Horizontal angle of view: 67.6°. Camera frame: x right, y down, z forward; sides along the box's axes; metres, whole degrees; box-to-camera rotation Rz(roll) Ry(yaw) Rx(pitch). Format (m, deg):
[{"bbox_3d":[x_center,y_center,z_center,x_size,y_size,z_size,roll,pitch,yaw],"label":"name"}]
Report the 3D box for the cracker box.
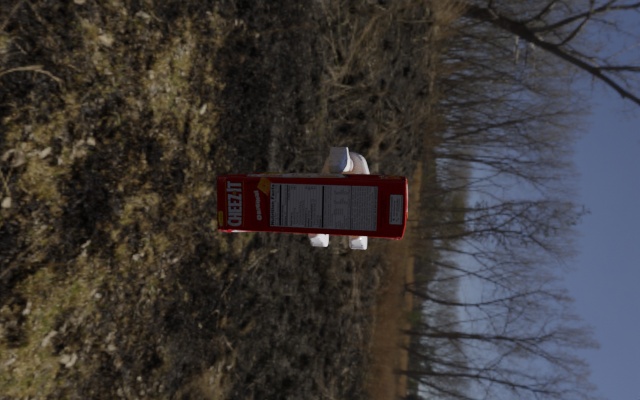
[{"bbox_3d":[0.000,0.002,0.597,0.213,0.072,0.164,2,5,10],"label":"cracker box"}]
